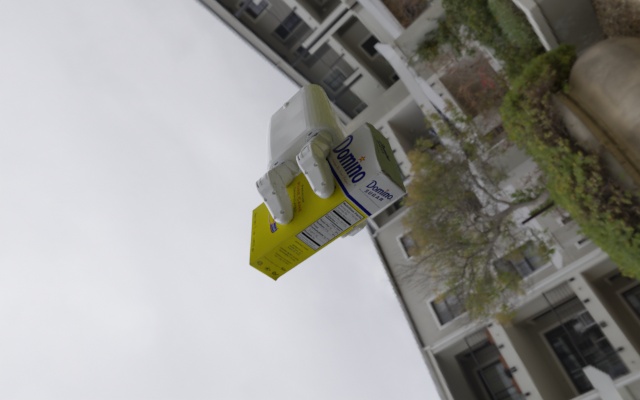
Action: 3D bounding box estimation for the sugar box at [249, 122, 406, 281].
[{"bbox_3d":[0.000,0.001,0.505,0.176,0.093,0.048,-39,-57,23],"label":"sugar box"}]
